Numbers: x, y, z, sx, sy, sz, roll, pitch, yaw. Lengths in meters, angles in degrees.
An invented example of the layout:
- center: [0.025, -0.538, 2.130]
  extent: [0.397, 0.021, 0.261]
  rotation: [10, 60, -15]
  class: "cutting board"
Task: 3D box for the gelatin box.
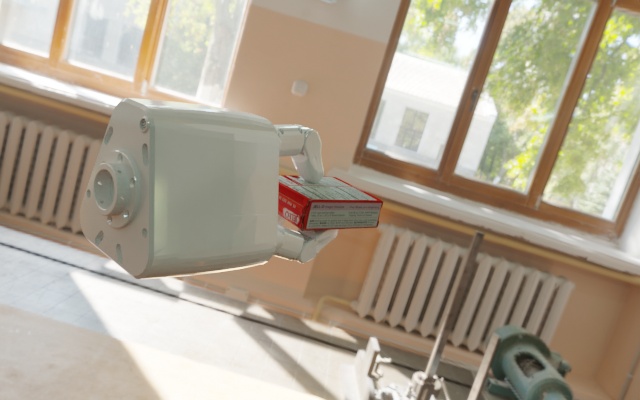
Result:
- center: [0.000, 0.001, 0.436]
  extent: [0.089, 0.030, 0.073]
  rotation: [-1, 20, -38]
  class: "gelatin box"
